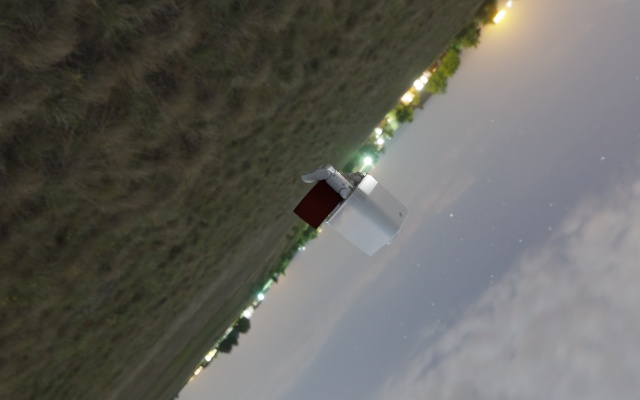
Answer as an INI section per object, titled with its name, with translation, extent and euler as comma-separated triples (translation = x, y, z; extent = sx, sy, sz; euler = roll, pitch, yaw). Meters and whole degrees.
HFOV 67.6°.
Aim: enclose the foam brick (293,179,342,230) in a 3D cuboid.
[foam brick]
translation = 0.000, 0.003, 0.826
extent = 0.053, 0.051, 0.078
euler = -50, -1, 35
